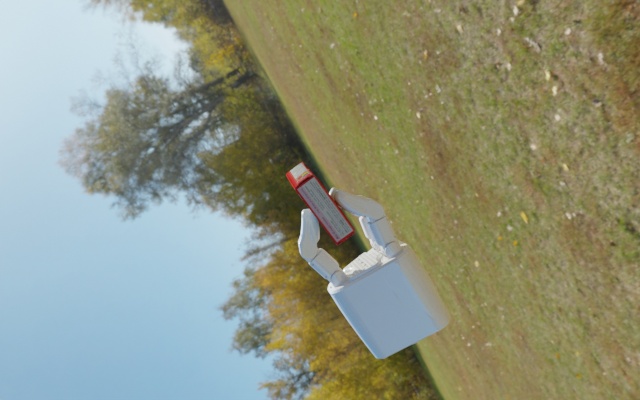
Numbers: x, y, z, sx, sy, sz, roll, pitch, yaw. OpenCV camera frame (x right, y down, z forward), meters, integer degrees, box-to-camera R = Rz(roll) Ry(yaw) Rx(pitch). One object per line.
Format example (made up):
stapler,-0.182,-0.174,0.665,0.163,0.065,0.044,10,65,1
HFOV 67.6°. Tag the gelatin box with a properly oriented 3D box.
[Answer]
gelatin box,0.000,0.002,0.565,0.030,0.089,0.073,-37,20,1
